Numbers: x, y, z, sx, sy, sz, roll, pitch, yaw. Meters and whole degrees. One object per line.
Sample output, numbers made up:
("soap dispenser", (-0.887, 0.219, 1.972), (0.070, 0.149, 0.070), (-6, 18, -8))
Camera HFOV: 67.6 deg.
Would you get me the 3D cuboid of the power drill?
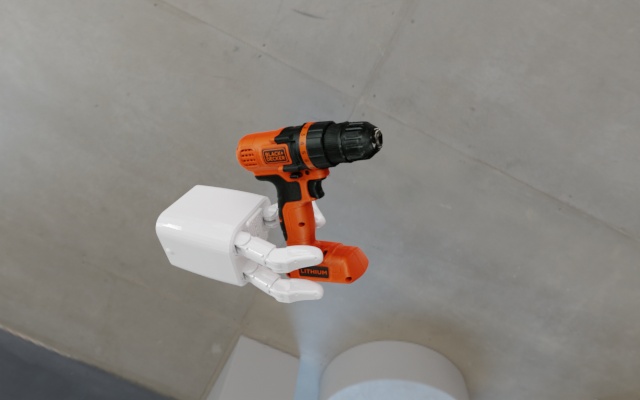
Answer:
("power drill", (0.000, 0.002, 0.552), (0.184, 0.188, 0.057), (-1, 22, 35))
